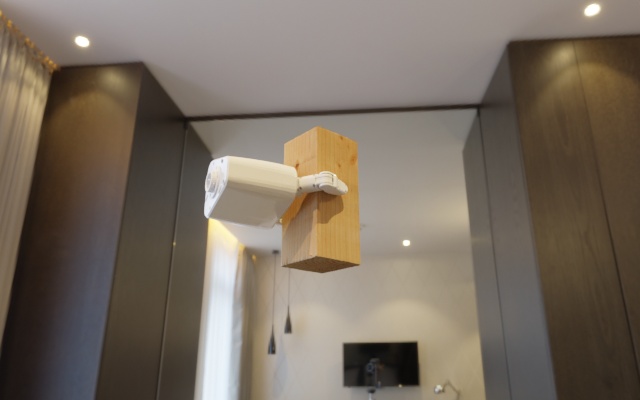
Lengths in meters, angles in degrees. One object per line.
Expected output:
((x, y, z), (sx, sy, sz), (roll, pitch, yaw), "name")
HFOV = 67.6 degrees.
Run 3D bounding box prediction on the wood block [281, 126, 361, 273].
((0.000, 0.002, 0.755), (0.090, 0.206, 0.091), (16, -25, -39), "wood block")
